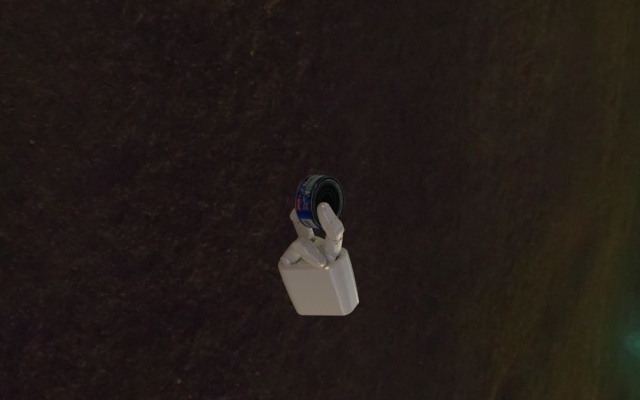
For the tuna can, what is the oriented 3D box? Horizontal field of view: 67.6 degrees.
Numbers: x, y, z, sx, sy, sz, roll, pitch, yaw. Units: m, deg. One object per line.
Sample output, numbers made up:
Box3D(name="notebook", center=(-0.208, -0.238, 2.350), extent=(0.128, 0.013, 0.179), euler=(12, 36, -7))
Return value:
Box3D(name="tuna can", center=(0.001, 0.002, 0.755), extent=(0.034, 0.086, 0.086), euler=(4, 3, 40))
